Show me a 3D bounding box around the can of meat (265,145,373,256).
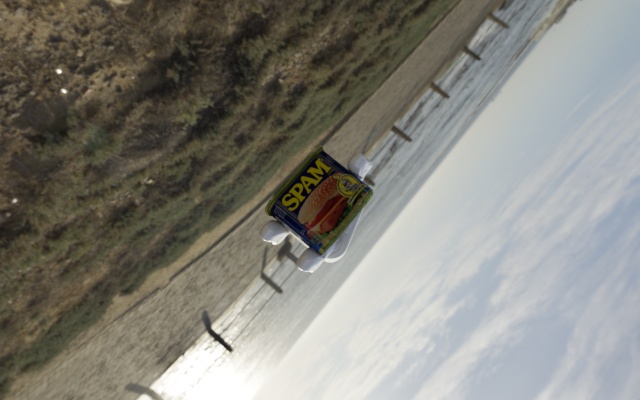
[{"bbox_3d":[0.000,0.002,0.557,0.084,0.102,0.057,39,-13,8],"label":"can of meat"}]
